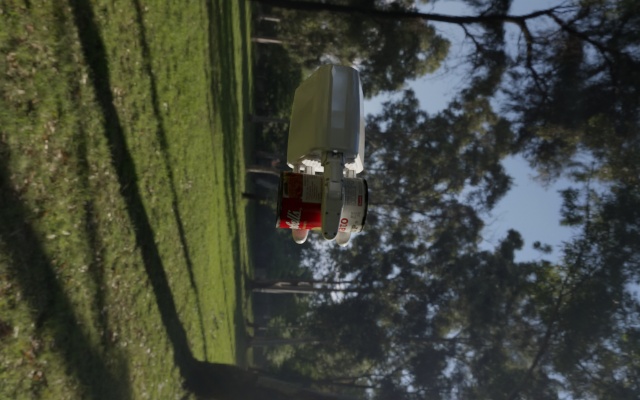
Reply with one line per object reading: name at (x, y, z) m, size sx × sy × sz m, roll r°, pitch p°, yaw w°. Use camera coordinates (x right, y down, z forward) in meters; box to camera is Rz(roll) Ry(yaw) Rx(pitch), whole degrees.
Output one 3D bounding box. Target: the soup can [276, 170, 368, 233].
soup can at (0.000, 0.002, 0.569) m, size 0.102 × 0.068 × 0.068 m, roll 5°, pitch -1°, yaw -7°
